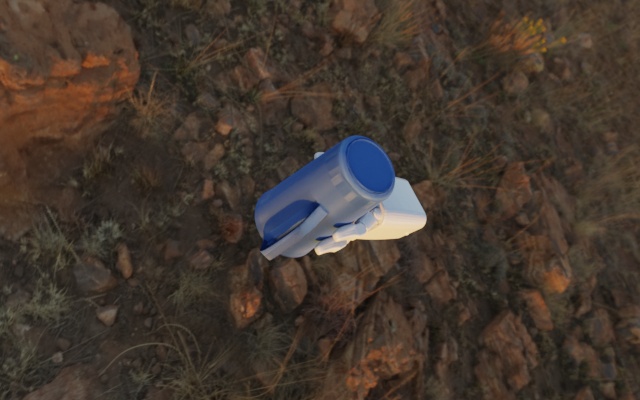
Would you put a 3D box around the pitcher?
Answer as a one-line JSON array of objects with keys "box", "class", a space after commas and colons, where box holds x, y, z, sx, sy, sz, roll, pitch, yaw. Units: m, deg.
[{"box": [0.000, 0.002, 0.774, 0.145, 0.149, 0.243, 7, -27, -35], "class": "pitcher"}]
